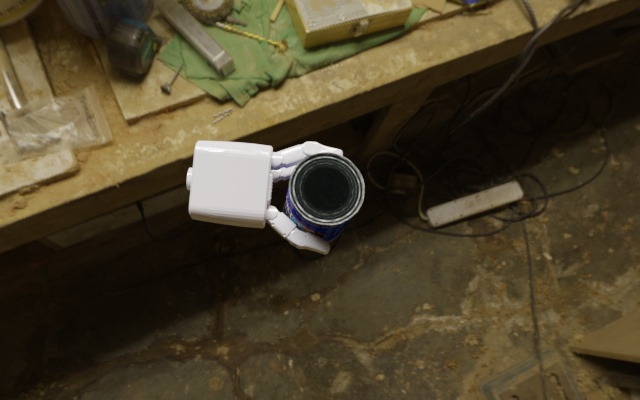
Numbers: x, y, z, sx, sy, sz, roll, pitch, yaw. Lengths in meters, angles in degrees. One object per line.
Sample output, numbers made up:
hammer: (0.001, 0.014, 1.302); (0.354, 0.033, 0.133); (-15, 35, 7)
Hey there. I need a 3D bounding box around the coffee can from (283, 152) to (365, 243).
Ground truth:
coffee can: (0.000, 0.002, 0.696); (0.103, 0.102, 0.140); (0, -16, -8)
